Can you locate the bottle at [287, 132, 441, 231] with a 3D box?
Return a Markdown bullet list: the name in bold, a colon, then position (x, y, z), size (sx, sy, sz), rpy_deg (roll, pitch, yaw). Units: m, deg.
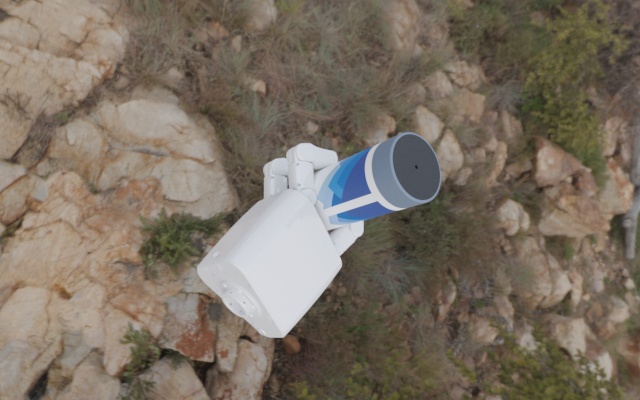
- **bottle**: position (0.000, 0.002, 0.544), size (0.069, 0.069, 0.296), rpy_deg (0, -13, -37)
